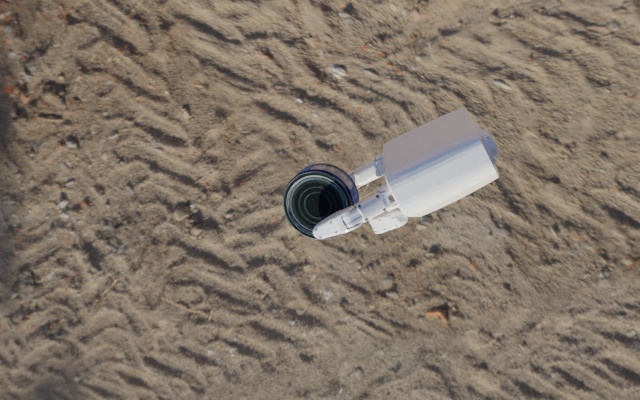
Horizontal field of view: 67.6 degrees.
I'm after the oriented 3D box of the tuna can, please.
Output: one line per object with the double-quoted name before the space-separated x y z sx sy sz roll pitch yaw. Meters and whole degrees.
"tuna can" 0.000 0.002 0.557 0.086 0.086 0.033 0 18 16
